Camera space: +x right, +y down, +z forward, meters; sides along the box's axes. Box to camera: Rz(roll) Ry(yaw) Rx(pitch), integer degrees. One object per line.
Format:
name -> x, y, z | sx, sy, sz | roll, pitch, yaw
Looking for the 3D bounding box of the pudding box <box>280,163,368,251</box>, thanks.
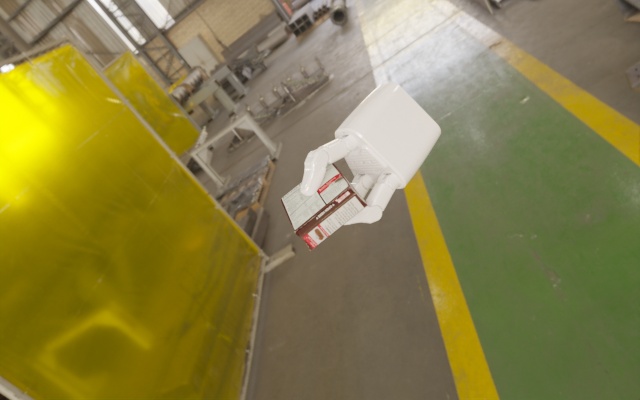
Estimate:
pudding box -> 0.000, 0.002, 0.613 | 0.090, 0.039, 0.113 | -40, 24, 4
